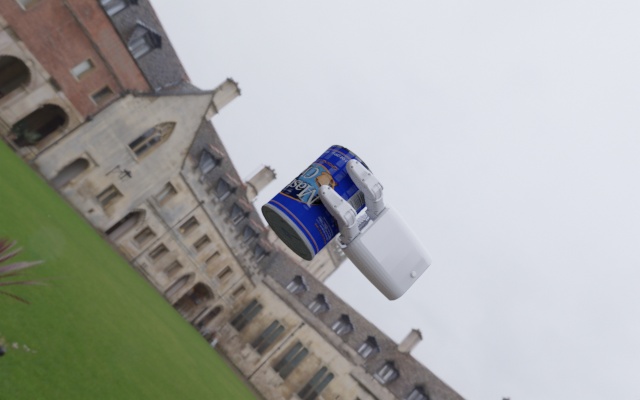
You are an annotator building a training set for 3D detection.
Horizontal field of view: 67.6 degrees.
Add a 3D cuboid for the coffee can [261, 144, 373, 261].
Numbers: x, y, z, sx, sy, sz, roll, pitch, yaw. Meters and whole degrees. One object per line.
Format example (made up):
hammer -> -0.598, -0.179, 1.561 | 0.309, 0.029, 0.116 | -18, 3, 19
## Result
coffee can -> 0.000, 0.002, 0.687 | 0.140, 0.103, 0.103 | -43, 16, -18
